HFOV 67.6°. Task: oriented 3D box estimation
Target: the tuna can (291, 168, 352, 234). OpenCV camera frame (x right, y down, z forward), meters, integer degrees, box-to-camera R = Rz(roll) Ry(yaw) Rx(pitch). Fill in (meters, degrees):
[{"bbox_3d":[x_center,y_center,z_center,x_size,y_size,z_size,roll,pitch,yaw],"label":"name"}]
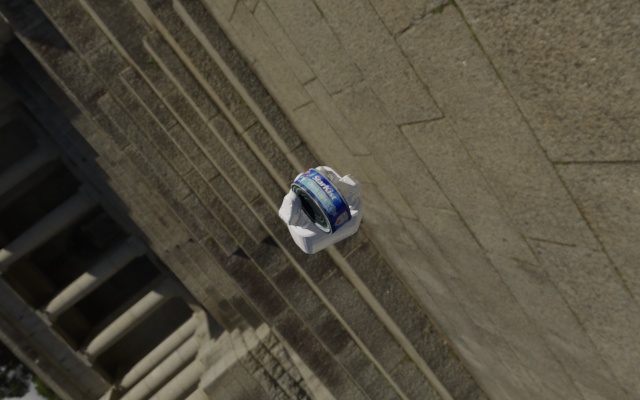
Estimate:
[{"bbox_3d":[0.000,0.002,0.621,0.033,0.086,0.086,-38,12,-16],"label":"tuna can"}]
